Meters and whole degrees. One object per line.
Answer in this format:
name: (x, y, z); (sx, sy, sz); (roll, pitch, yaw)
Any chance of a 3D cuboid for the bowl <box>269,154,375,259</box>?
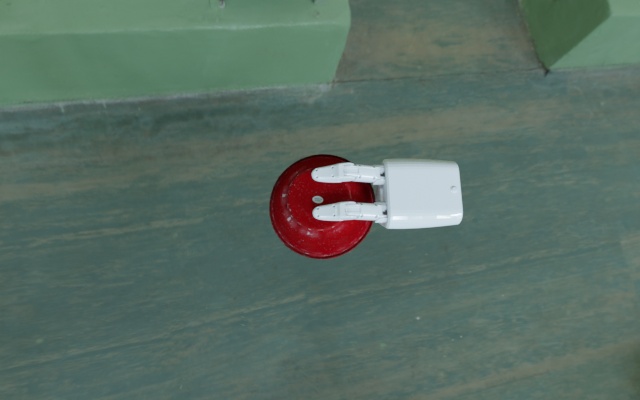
bowl: (-0.001, 0.003, 0.694); (0.162, 0.162, 0.055); (0, -12, 5)
